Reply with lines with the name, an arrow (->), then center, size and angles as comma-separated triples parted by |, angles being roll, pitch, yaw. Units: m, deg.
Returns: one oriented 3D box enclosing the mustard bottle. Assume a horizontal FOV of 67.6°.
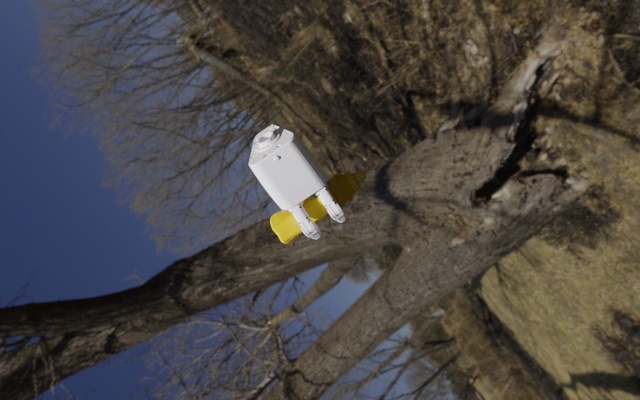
mustard bottle -> 0.000, 0.003, 0.881 | 0.191, 0.058, 0.096 | -34, 8, 4
